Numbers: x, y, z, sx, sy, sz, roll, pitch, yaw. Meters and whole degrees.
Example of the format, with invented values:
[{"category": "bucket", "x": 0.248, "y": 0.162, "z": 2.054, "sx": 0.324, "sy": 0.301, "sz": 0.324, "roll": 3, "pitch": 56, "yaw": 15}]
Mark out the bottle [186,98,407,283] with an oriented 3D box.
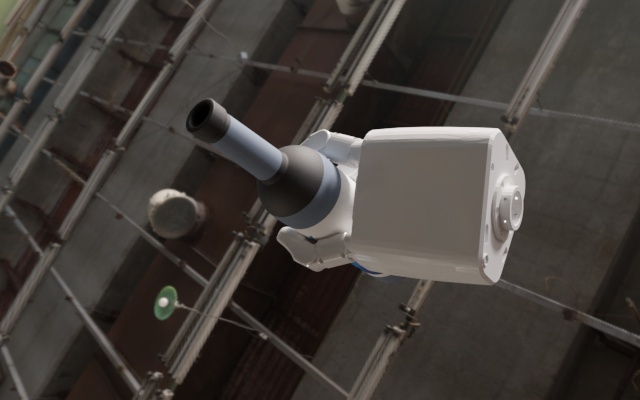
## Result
[{"category": "bottle", "x": 0.000, "y": 0.002, "z": 0.429, "sx": 0.069, "sy": 0.069, "sz": 0.296, "roll": 0, "pitch": -24, "yaw": 37}]
